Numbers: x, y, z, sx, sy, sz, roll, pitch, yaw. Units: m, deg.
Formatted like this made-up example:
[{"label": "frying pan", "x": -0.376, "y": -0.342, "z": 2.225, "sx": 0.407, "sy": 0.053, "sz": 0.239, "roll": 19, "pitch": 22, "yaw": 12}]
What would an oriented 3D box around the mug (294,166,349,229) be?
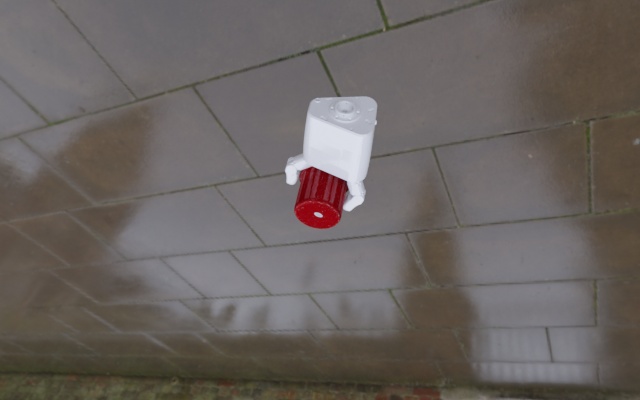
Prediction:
[{"label": "mug", "x": 0.000, "y": 0.004, "z": 0.843, "sx": 0.093, "sy": 0.081, "sz": 0.117, "roll": 10, "pitch": -38, "yaw": 3}]
